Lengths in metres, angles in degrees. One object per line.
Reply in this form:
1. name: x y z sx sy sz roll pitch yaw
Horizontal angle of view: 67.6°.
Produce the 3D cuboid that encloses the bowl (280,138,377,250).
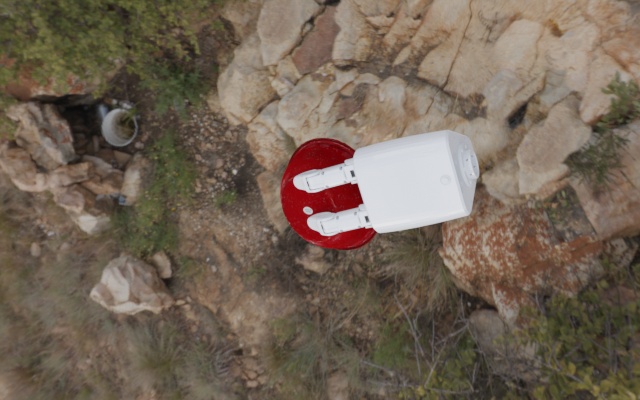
1. bowl: -0.001 0.003 0.630 0.162 0.162 0.055 0 20 40
